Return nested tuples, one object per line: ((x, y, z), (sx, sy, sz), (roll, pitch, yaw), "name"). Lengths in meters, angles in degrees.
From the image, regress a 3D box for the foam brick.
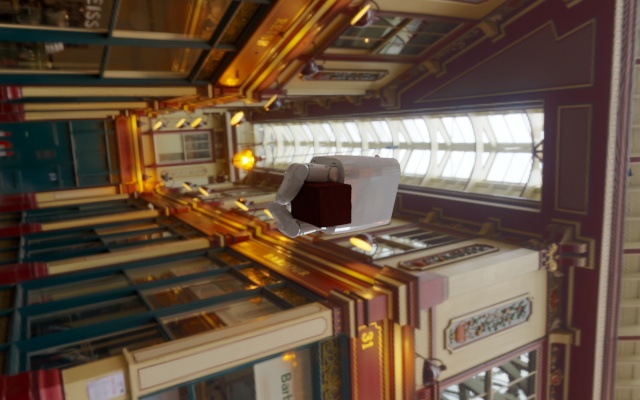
((0.000, 0.002, 0.631), (0.051, 0.053, 0.078), (-5, 11, -30), "foam brick")
